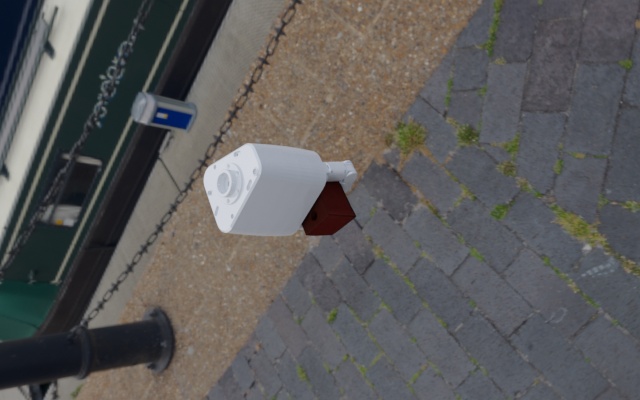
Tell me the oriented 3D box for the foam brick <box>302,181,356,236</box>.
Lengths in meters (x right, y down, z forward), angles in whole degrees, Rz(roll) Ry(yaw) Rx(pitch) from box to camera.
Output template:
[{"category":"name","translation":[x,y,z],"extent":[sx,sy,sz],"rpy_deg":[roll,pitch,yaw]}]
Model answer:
[{"category":"foam brick","translation":[0.000,0.002,0.636],"extent":[0.051,0.078,0.053],"rpy_deg":[2,-36,-45]}]
